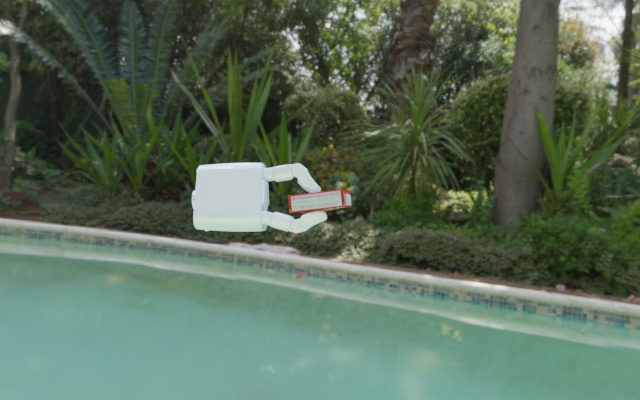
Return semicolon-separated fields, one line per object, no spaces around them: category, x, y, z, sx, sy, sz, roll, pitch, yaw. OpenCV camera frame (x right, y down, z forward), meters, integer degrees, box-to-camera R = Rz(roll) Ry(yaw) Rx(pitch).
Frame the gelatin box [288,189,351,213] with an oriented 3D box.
gelatin box;0.000;0.002;0.771;0.089;0.030;0.073;-8;-3;12
